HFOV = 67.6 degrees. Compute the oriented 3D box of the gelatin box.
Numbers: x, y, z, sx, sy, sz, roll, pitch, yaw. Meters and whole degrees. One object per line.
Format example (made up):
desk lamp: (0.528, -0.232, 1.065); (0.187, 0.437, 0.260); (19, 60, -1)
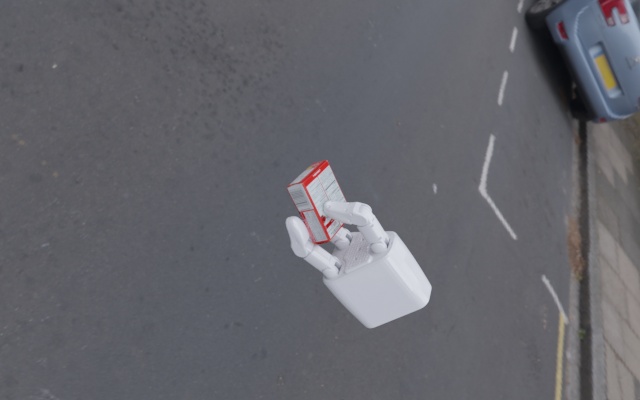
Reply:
gelatin box: (0.000, 0.002, 0.631); (0.030, 0.089, 0.073); (-13, 21, 35)
